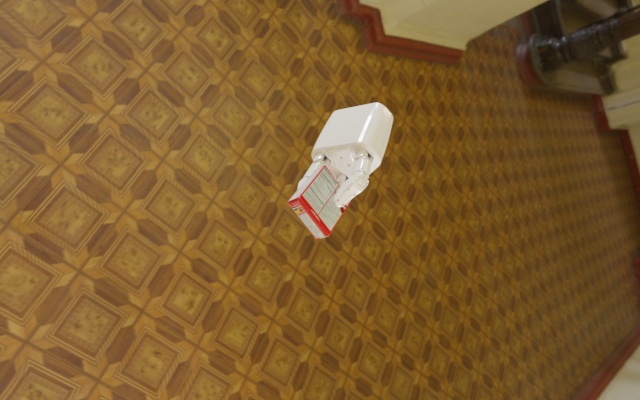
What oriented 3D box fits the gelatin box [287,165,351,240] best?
[{"bbox_3d":[0.000,0.002,0.710,0.030,0.073,0.089,-22,22,41],"label":"gelatin box"}]
